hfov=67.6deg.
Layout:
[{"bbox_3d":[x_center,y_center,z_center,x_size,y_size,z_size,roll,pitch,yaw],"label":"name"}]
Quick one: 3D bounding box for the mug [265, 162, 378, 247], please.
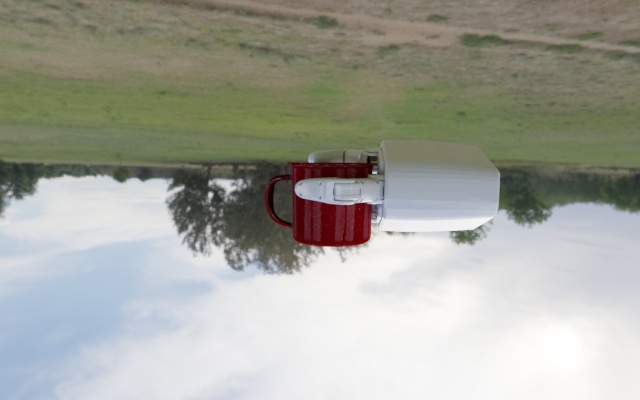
[{"bbox_3d":[-0.001,0.002,0.493,0.117,0.081,0.093,1,5,4],"label":"mug"}]
